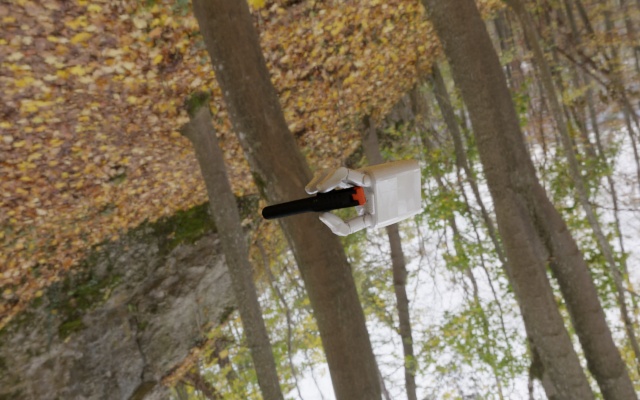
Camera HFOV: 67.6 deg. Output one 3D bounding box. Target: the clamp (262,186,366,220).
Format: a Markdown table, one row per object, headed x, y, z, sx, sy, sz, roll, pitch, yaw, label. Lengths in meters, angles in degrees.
| x | y | z | sx | sy | sz | roll | pitch | yaw | label |
| --- | --- | --- | --- | --- | --- | --- | --- | --- | --- |
| 0.001 | 0.003 | 0.824 | 0.164 | 0.036 | 0.210 | -17 | 5 | -25 | clamp |
